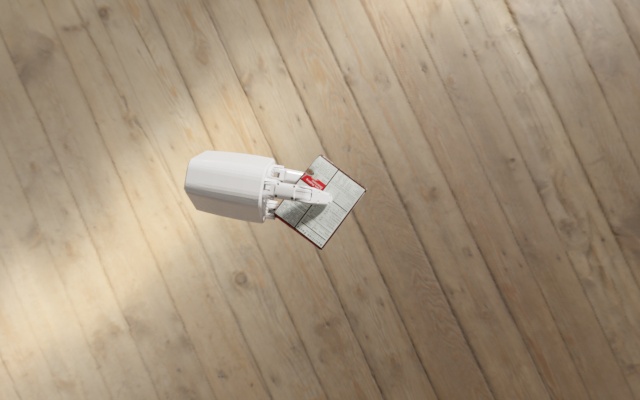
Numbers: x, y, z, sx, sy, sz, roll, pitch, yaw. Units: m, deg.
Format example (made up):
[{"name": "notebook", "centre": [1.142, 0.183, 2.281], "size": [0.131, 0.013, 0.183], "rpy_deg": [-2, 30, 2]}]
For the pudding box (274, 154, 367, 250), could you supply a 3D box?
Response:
[{"name": "pudding box", "centre": [0.000, 0.002, 0.696], "size": [0.090, 0.113, 0.039], "rpy_deg": [37, -1, 2]}]
